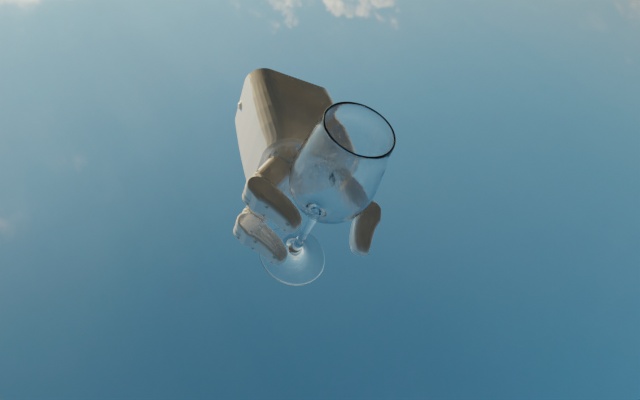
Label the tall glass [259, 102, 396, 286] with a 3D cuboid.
[{"bbox_3d":[0.000,0.002,0.449,0.079,0.079,0.201,0,-35,-23],"label":"tall glass"}]
